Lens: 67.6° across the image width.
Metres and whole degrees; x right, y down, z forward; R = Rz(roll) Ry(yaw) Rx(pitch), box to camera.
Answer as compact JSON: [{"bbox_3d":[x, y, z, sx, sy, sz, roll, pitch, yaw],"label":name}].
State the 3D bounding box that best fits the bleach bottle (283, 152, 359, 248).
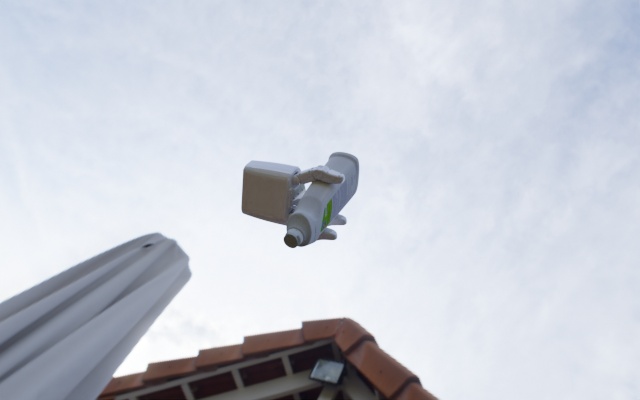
[{"bbox_3d":[0.000,0.003,0.899,0.068,0.103,0.250,13,33,21],"label":"bleach bottle"}]
